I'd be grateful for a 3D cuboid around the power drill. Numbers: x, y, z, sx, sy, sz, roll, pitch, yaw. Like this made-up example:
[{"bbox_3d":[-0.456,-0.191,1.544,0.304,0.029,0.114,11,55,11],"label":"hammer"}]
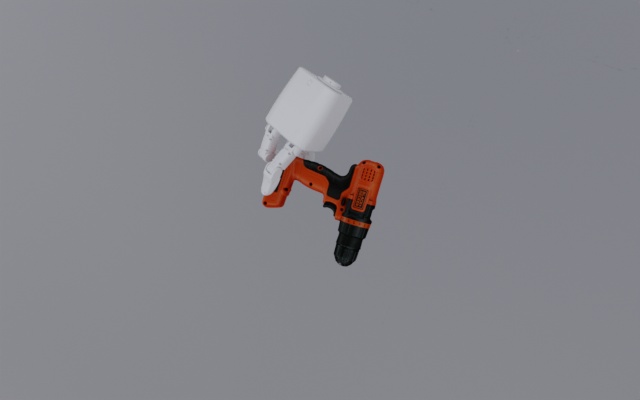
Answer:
[{"bbox_3d":[0.000,0.002,0.817,0.187,0.184,0.057,18,1,9],"label":"power drill"}]
